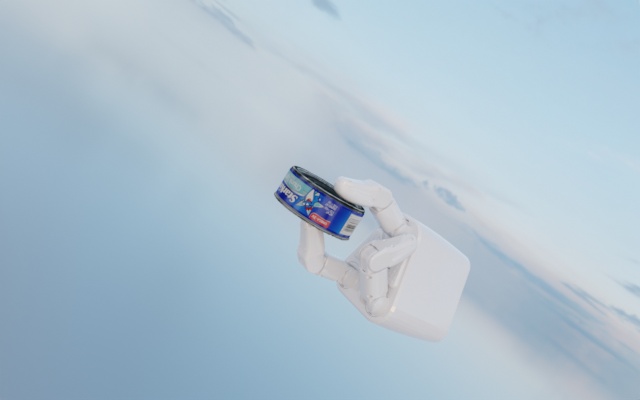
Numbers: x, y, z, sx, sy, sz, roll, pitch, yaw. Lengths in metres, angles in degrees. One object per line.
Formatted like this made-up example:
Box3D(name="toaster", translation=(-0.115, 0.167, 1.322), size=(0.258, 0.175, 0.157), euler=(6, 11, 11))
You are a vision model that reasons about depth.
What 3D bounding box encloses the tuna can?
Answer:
Box3D(name="tuna can", translation=(0.000, 0.001, 0.463), size=(0.086, 0.034, 0.086), euler=(32, 8, -5))
